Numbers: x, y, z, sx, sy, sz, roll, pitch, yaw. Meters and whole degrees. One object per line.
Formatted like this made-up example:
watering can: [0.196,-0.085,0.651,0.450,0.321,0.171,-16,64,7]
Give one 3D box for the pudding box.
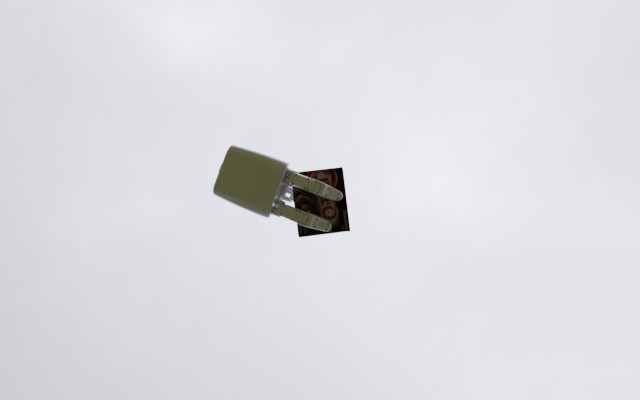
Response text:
pudding box: [0.000,0.003,0.824,0.090,0.113,0.039,-7,-1,0]
